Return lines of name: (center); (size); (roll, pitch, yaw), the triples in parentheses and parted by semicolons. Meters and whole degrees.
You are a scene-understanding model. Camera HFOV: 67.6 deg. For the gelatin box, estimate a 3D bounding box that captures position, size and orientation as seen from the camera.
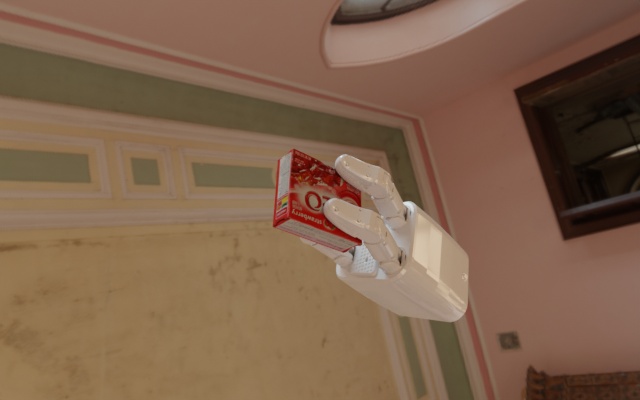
gelatin box: (0.000, 0.002, 0.455); (0.089, 0.073, 0.030); (23, -35, -32)
